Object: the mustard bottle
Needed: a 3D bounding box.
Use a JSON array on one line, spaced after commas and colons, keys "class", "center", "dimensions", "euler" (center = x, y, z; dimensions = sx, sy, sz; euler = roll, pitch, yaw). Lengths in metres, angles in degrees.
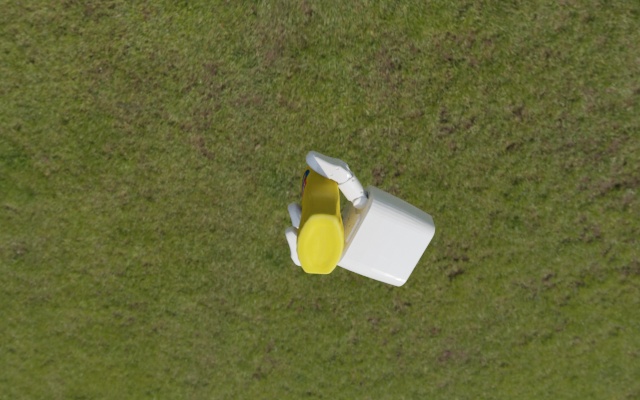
[{"class": "mustard bottle", "center": [0.000, 0.002, 0.648], "dimensions": [0.058, 0.096, 0.191], "euler": [2, 35, -1]}]
